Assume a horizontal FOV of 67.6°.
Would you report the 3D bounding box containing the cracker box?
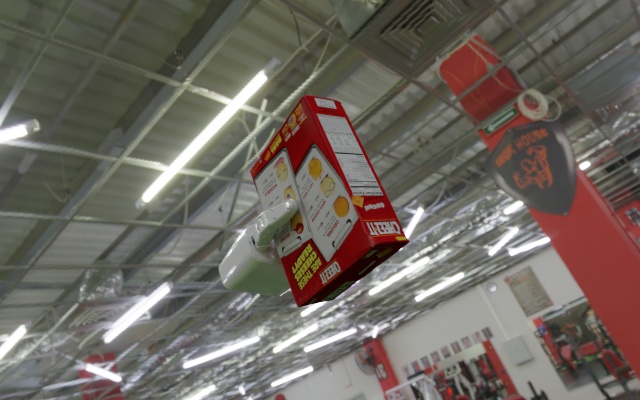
[{"bbox_3d":[0.000,0.002,0.610,0.072,0.213,0.164,-2,-31,-39],"label":"cracker box"}]
